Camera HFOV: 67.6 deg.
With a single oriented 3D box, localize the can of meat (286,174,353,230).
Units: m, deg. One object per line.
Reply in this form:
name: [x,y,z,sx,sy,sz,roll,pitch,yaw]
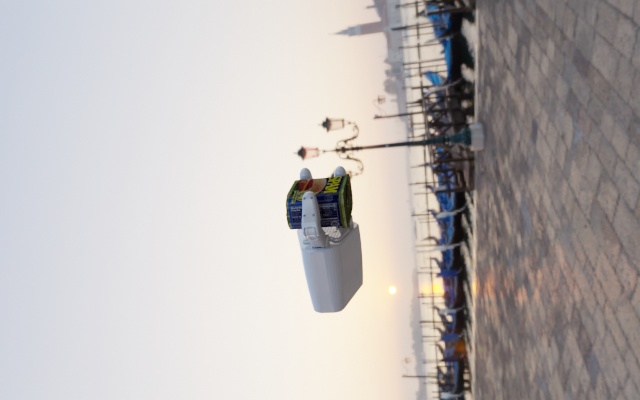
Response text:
can of meat: [0.000,0.002,0.695,0.084,0.057,0.102,-5,21,11]
